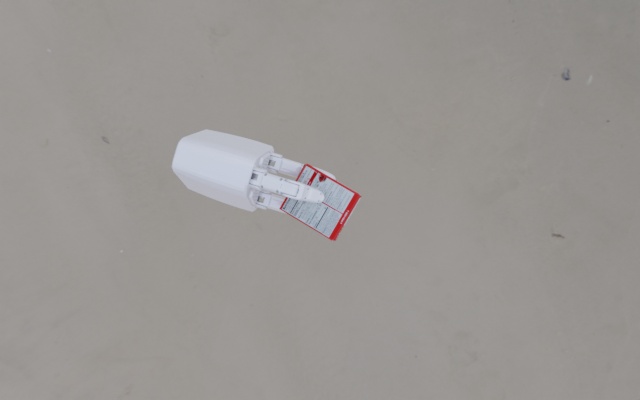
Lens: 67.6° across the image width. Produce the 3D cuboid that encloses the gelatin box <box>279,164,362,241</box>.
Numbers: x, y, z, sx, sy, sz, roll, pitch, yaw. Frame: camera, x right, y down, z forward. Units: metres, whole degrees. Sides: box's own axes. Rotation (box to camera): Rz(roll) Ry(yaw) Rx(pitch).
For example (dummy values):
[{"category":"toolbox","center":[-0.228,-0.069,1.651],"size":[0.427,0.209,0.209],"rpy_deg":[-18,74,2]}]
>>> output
[{"category":"gelatin box","center":[0.000,0.002,0.652],"size":[0.089,0.073,0.030],"rpy_deg":[30,3,9]}]
